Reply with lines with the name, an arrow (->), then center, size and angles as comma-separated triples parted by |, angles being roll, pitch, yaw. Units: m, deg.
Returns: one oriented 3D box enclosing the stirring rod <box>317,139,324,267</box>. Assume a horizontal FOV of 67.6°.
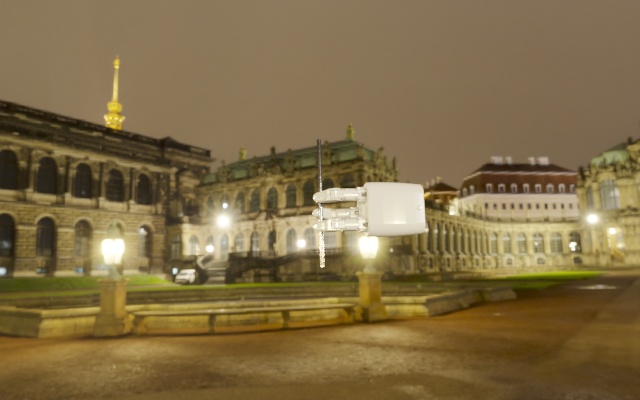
stirring rod -> 0.000, 0.003, 0.894 | 0.011, 0.239, 0.011 | -2, -8, 0
